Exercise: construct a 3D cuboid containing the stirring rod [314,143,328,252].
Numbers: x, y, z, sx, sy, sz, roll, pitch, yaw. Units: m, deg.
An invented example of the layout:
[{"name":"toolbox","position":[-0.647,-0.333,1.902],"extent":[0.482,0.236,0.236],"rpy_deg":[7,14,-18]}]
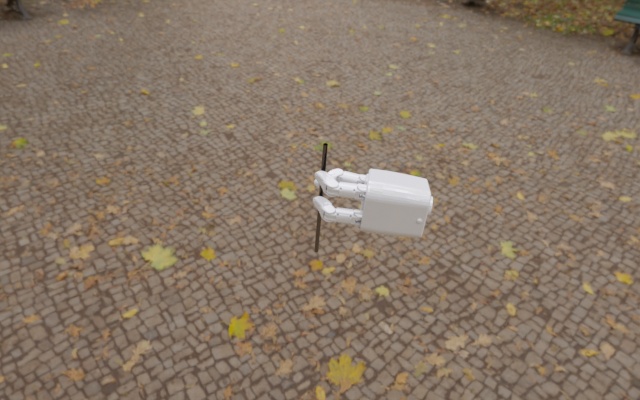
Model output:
[{"name":"stirring rod","position":[0.000,0.003,0.866],"extent":[0.011,0.240,0.011],"rpy_deg":[3,37,-2]}]
